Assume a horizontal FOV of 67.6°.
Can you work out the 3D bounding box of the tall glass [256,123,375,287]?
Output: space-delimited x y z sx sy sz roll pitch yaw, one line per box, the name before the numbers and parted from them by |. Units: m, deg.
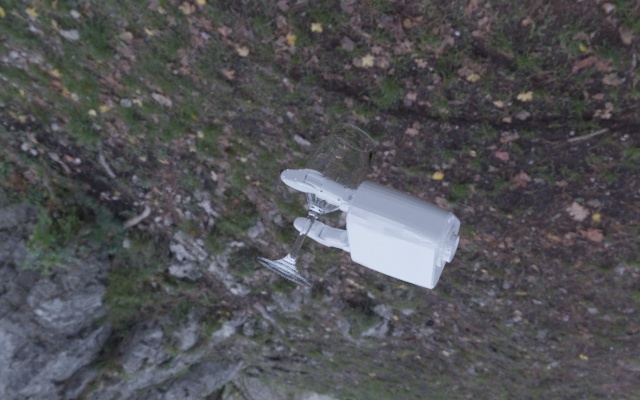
tall glass | 0.000 0.002 0.599 0.079 0.201 0.079 25 -16 8
